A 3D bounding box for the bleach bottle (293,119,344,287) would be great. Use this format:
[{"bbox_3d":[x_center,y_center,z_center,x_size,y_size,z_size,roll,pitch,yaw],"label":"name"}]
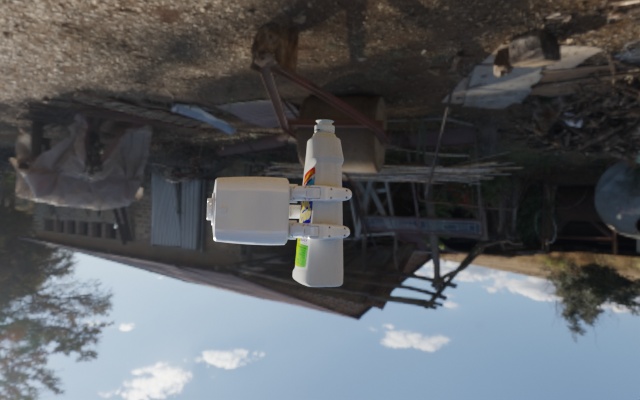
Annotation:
[{"bbox_3d":[0.000,0.002,0.744,0.068,0.251,0.102,2,-1,-17],"label":"bleach bottle"}]
